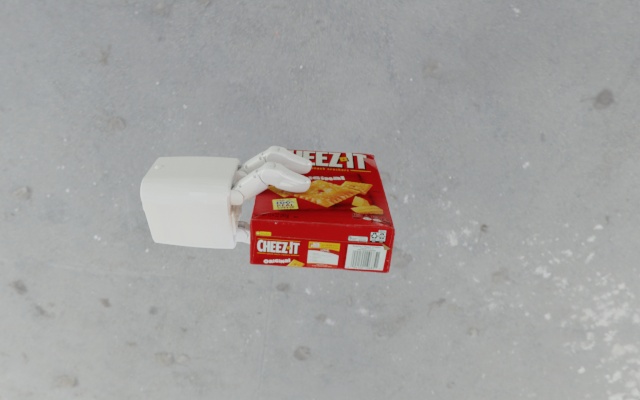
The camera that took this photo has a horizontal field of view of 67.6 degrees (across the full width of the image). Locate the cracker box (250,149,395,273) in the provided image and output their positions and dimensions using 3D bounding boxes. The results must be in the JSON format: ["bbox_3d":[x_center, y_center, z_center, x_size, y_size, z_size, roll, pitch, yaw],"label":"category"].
[{"bbox_3d":[0.000,0.002,0.627,0.164,0.072,0.213,4,28,-3],"label":"cracker box"}]
